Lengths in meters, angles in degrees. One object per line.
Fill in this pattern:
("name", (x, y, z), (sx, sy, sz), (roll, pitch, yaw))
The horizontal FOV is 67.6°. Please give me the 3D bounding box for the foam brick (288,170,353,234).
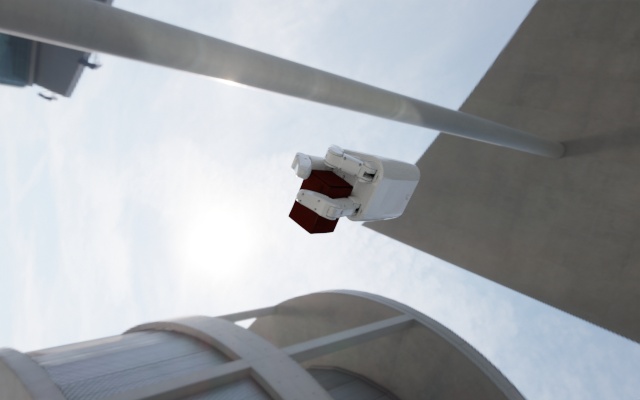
("foam brick", (0.000, 0.002, 0.676), (0.051, 0.078, 0.053), (0, 31, -48))
